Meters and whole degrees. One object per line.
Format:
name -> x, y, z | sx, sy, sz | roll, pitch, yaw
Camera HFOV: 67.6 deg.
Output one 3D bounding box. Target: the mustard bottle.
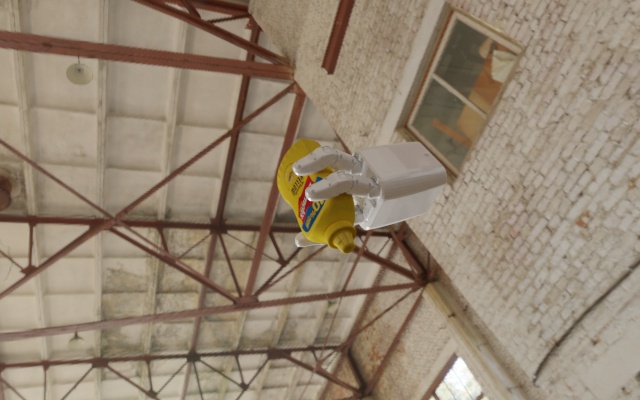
mustard bottle -> 0.000, 0.002, 0.664 | 0.058, 0.096, 0.191 | 9, 33, -35
